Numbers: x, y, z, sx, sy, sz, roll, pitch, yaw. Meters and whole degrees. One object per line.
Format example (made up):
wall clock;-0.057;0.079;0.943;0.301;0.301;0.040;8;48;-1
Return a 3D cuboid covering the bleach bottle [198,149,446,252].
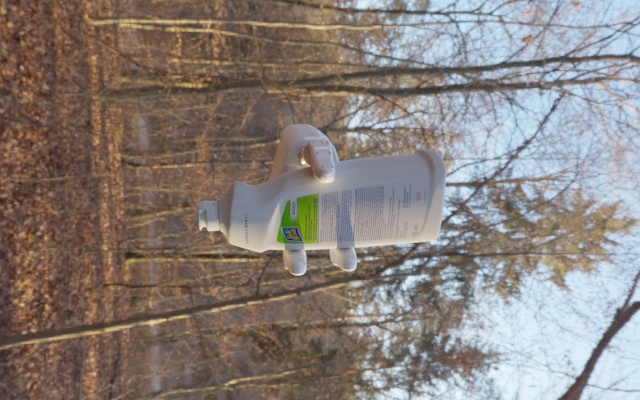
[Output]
bleach bottle;0.000;0.002;0.504;0.251;0.103;0.068;-3;21;-9
